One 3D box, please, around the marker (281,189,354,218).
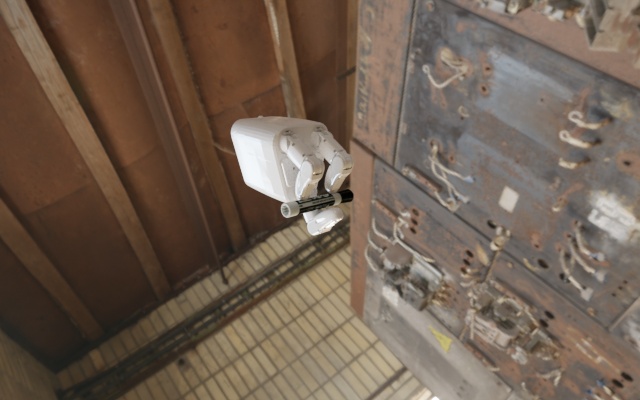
[{"bbox_3d":[0.000,0.002,0.632,0.121,0.020,0.020,-13,9,-42],"label":"marker"}]
